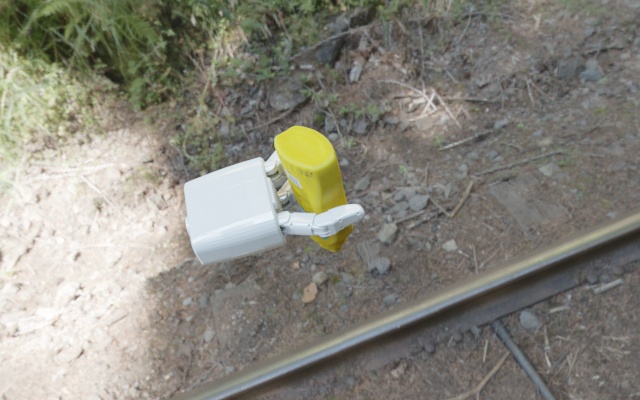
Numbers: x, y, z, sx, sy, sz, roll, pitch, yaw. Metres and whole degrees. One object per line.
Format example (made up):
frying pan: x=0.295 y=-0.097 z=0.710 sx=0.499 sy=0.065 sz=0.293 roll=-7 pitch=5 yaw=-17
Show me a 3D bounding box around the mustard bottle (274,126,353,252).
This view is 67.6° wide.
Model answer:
mustard bottle: x=0.000 y=0.002 z=0.617 sx=0.058 sy=0.192 sz=0.096 roll=-34 pitch=46 yaw=-17
